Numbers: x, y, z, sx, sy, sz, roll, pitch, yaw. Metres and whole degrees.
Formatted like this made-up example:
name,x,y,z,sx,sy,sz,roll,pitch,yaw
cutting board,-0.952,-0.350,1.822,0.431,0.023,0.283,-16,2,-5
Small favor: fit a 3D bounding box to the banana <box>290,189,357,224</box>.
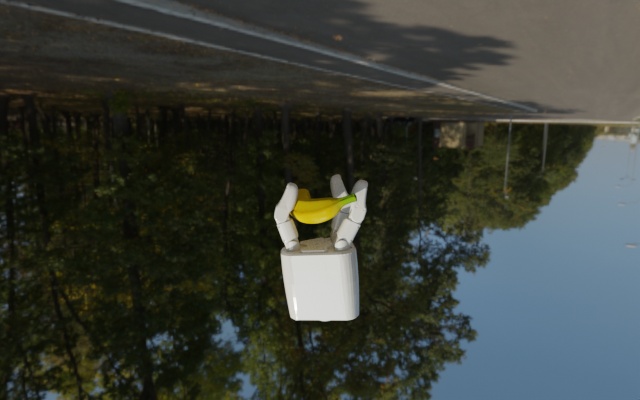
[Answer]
name,x,y,z,sx,sy,sz,roll,pitch,yaw
banana,-0.015,0.008,0.734,0.069,0.037,0.198,-17,12,-22
